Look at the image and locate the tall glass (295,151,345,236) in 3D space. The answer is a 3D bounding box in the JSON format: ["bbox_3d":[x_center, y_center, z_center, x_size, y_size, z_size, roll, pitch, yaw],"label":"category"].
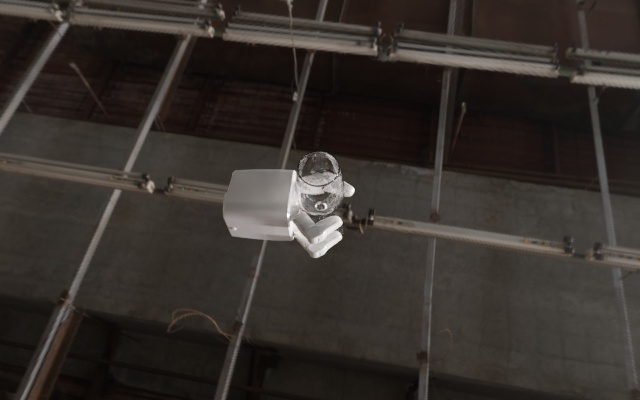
[{"bbox_3d":[0.000,0.003,0.773,0.079,0.079,0.201,0,-30,2],"label":"tall glass"}]
